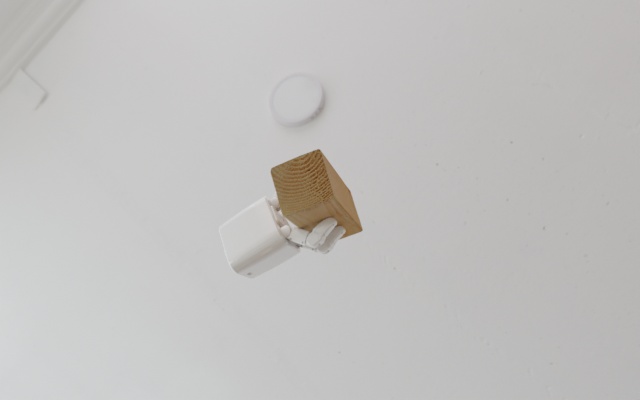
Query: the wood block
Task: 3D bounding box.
[{"bbox_3d":[0.000,0.003,0.835,0.090,0.090,0.206,-21,-22,10],"label":"wood block"}]
